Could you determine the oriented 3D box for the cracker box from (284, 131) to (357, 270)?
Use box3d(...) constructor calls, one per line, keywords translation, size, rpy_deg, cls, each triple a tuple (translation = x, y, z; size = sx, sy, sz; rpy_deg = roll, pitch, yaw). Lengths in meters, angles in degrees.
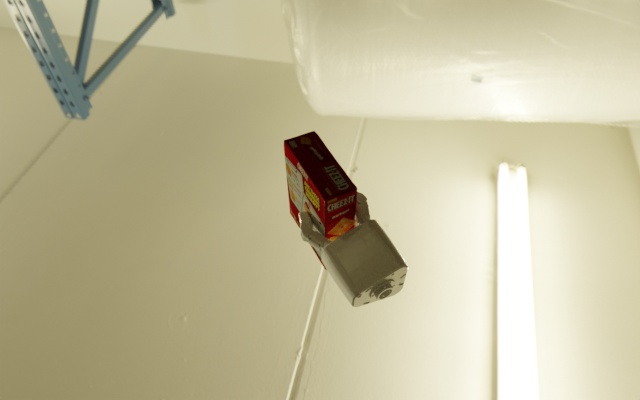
box3d(translation=(0.000, 0.003, 0.898), size=(0.072, 0.164, 0.214), rpy_deg=(-22, -37, -17), cls="cracker box")
